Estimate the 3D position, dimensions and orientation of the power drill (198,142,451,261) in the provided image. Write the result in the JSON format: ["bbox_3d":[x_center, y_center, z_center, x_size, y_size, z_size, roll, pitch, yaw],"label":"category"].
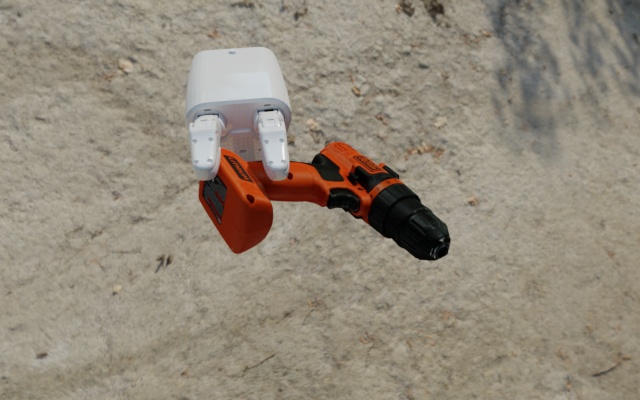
[{"bbox_3d":[0.000,0.001,0.427,0.187,0.057,0.184,-2,29,-34],"label":"power drill"}]
